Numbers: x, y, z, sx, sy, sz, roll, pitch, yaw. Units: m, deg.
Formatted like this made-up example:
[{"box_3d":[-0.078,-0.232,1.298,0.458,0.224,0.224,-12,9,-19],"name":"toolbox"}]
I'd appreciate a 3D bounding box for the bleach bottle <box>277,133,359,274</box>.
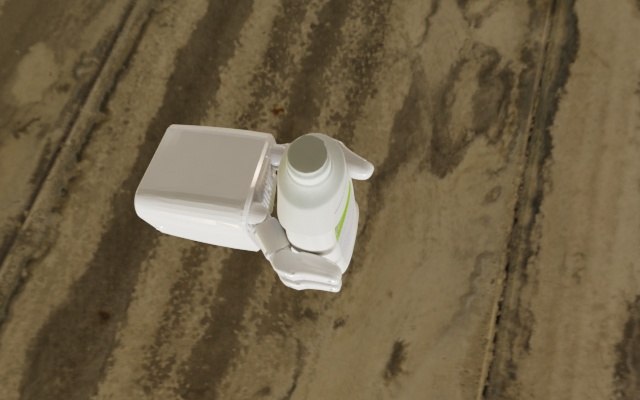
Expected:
[{"box_3d":[0.000,0.002,0.440,0.068,0.102,0.251,8,-18,6],"name":"bleach bottle"}]
